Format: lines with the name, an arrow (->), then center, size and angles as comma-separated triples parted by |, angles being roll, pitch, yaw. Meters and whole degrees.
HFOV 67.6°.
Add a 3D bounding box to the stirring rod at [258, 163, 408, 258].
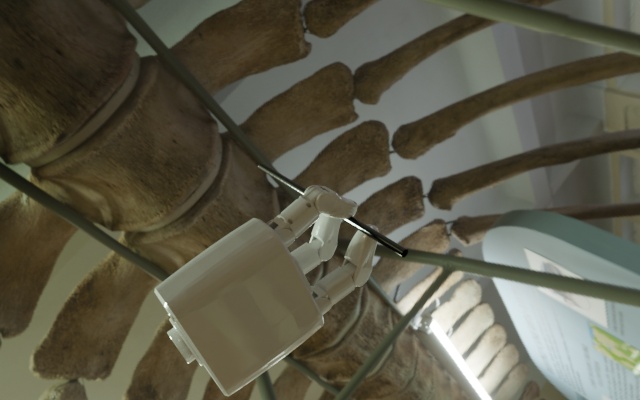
stirring rod -> 0.000, 0.002, 0.495 | 0.011, 0.011, 0.239 | 0, 21, -40
